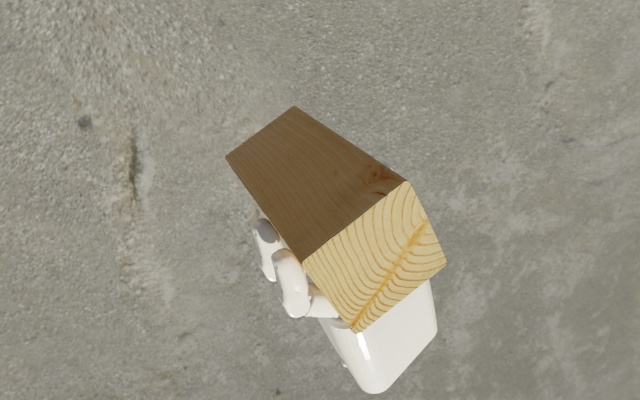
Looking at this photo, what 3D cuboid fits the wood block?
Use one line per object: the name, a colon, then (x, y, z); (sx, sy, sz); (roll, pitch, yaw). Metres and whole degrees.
wood block: (0.001, 0.002, 0.413); (0.091, 0.090, 0.206); (-37, 34, -6)
